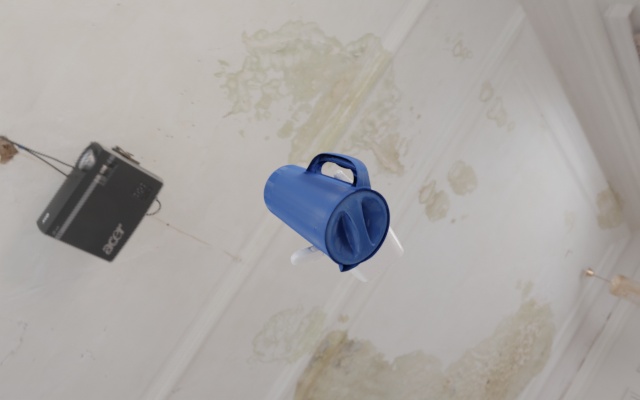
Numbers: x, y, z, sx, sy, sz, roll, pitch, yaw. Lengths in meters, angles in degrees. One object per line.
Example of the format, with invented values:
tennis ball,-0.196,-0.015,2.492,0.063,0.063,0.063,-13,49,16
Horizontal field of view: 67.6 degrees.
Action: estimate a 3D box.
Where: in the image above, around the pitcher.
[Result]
pitcher,0.000,0.003,0.849,0.242,0.149,0.145,27,-19,51
